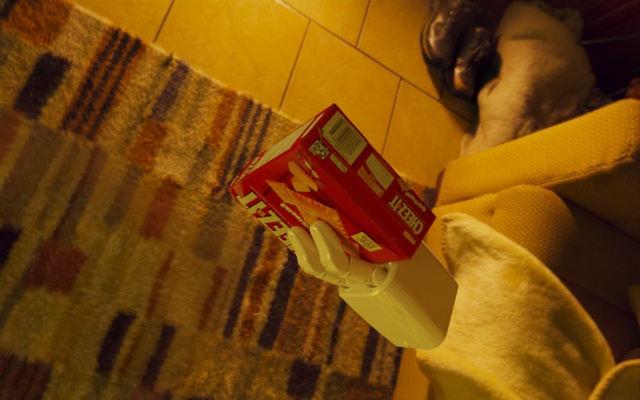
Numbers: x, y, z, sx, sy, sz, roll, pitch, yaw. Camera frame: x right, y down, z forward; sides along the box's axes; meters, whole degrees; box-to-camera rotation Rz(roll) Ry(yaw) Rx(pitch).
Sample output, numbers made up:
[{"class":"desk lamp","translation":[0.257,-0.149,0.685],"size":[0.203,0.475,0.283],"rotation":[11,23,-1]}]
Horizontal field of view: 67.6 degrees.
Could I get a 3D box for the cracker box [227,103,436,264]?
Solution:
[{"class":"cracker box","translation":[0.000,0.002,0.556],"size":[0.164,0.072,0.214],"rotation":[46,-28,-14]}]
